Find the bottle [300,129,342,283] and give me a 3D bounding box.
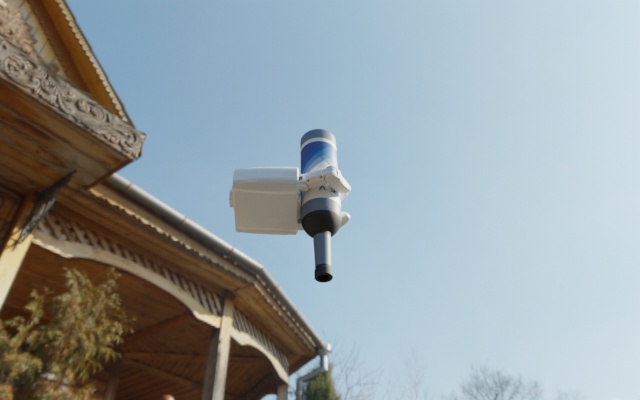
[{"bbox_3d":[0.000,0.002,0.798,0.069,0.295,0.069,-1,-40,-1],"label":"bottle"}]
